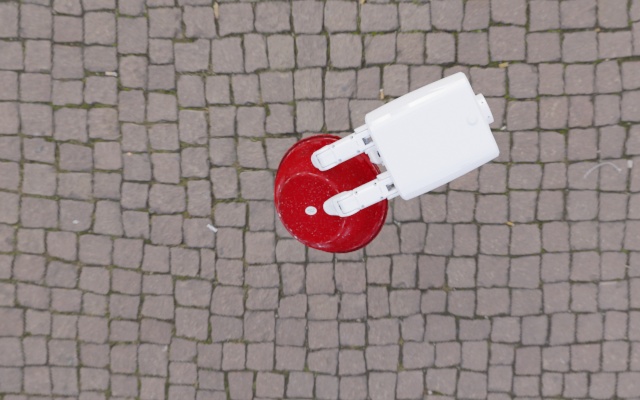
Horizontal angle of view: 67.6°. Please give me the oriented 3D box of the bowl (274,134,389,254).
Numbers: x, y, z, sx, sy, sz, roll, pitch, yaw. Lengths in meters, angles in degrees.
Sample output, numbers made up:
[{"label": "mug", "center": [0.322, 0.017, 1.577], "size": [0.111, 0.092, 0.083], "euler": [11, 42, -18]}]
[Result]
[{"label": "bowl", "center": [-0.001, 0.003, 0.599], "size": [0.162, 0.162, 0.055], "euler": [0, 18, 27]}]
